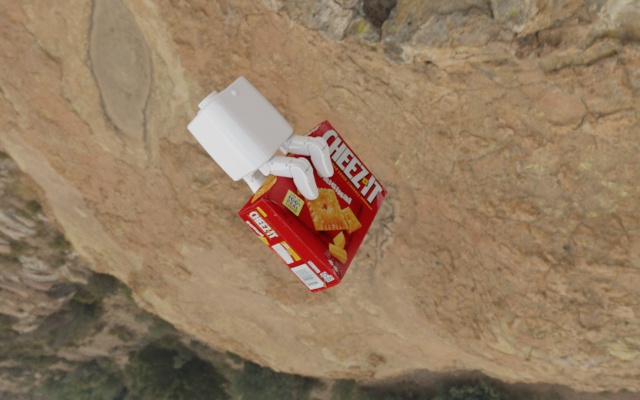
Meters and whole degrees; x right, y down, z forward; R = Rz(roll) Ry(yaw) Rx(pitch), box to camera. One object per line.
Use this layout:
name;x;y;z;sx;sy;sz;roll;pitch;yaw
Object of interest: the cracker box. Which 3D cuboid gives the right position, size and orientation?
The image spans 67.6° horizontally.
cracker box;0.000;0.003;0.717;0.072;0.164;0.213;-27;21;43
